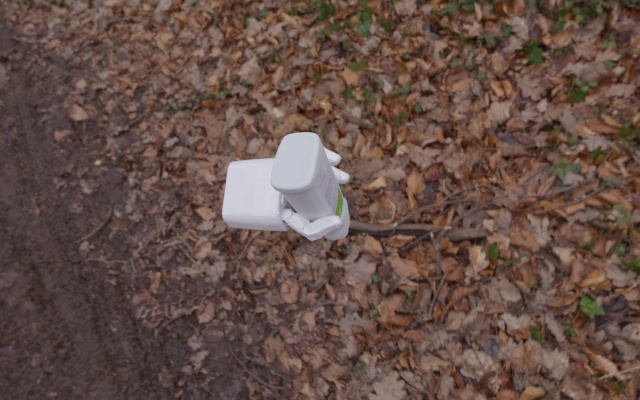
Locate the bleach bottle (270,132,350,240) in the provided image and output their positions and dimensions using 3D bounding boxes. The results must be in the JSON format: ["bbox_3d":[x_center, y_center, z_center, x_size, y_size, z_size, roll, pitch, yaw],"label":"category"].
[{"bbox_3d":[0.000,0.002,0.775,0.068,0.102,0.251,0,-30,20],"label":"bleach bottle"}]
